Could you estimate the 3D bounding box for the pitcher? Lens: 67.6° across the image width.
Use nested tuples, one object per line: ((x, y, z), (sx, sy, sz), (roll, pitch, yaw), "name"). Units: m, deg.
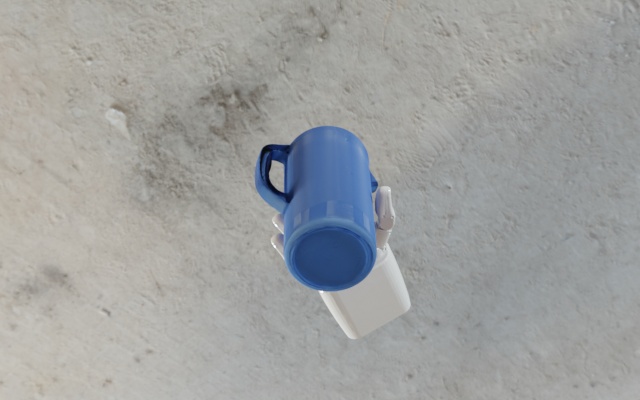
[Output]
((0.000, 0.002, 0.641), (0.149, 0.145, 0.242), (-19, 29, 11), "pitcher")
